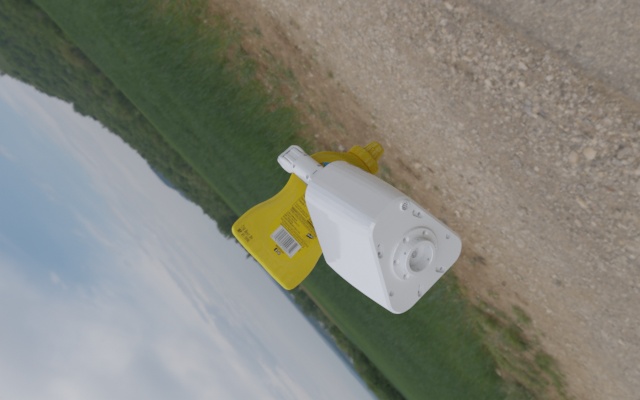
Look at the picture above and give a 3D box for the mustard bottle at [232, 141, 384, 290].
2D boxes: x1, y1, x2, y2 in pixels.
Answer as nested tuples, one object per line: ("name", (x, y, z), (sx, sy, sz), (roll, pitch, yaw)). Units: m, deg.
("mustard bottle", (0.000, 0.002, 0.539), (0.191, 0.096, 0.058), (-44, 11, -10))
